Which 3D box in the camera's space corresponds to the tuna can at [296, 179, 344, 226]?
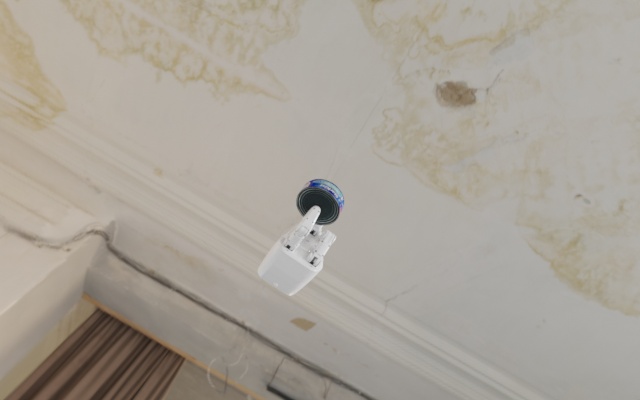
[{"bbox_3d":[0.000,0.003,0.890,0.086,0.086,0.033,0,34,24],"label":"tuna can"}]
